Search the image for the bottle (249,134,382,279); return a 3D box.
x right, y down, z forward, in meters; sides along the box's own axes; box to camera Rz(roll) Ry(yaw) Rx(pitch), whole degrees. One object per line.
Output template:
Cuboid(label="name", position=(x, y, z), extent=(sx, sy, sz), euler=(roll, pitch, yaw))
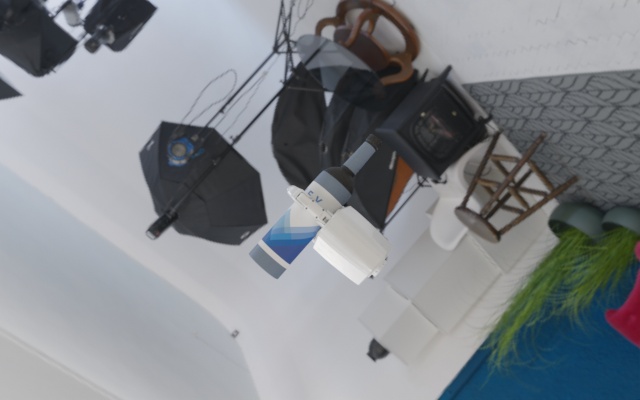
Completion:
Cuboid(label="bottle", position=(0.000, 0.003, 0.821), extent=(0.069, 0.295, 0.069), euler=(41, -4, 3))
